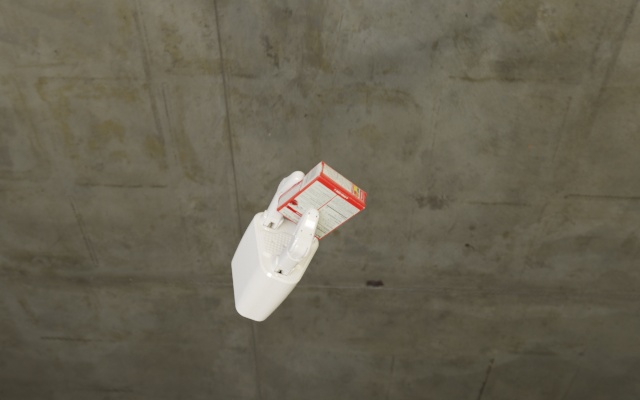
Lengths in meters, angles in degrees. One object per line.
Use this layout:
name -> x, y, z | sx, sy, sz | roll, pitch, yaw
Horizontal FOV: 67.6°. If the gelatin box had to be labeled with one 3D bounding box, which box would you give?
gelatin box -> 0.000, 0.002, 0.589 | 0.073, 0.030, 0.089 | 34, -50, -23
